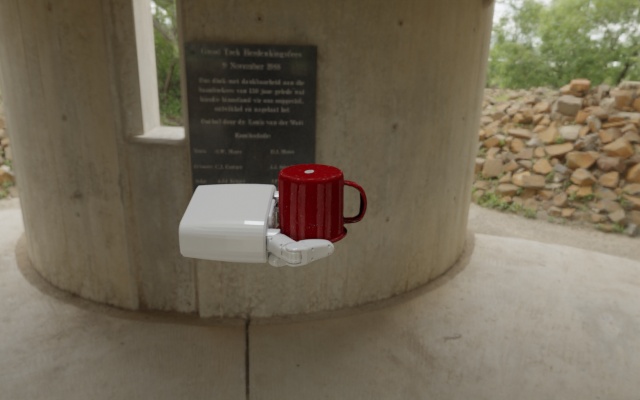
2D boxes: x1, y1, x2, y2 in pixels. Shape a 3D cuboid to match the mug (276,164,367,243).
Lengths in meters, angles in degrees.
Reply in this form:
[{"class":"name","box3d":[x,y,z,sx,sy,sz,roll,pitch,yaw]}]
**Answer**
[{"class":"mug","box3d":[0.002,0.002,0.600,0.117,0.081,0.093,1,18,1]}]
